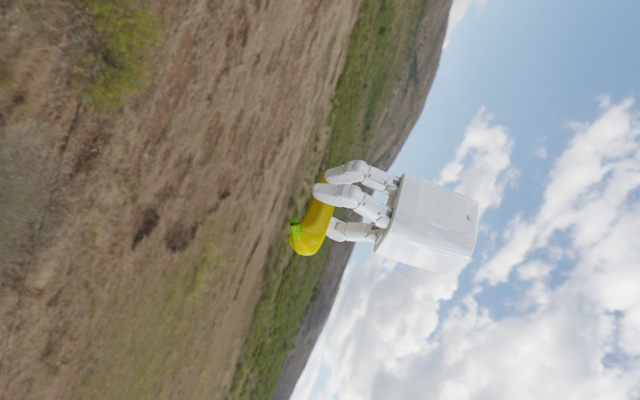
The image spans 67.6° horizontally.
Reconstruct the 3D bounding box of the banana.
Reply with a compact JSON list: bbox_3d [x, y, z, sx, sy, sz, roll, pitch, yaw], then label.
[{"bbox_3d":[-0.005,0.020,0.617,0.037,0.070,0.197,17,24,5],"label":"banana"}]
